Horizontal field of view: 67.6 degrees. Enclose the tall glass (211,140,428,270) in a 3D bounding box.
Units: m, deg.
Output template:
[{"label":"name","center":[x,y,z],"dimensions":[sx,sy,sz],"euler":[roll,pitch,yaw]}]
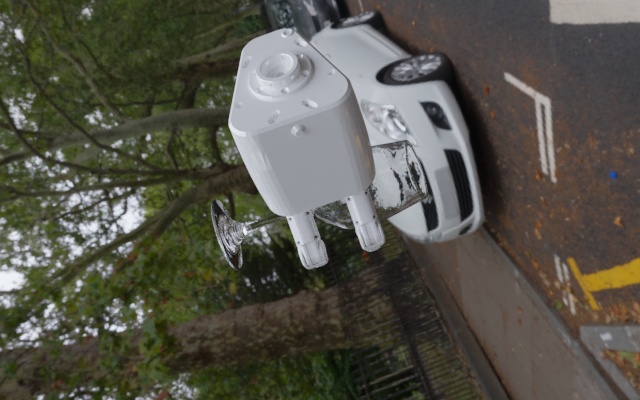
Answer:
[{"label":"tall glass","center":[-0.001,0.002,0.472],"dimensions":[0.201,0.079,0.079],"euler":[-19,-1,2]}]
